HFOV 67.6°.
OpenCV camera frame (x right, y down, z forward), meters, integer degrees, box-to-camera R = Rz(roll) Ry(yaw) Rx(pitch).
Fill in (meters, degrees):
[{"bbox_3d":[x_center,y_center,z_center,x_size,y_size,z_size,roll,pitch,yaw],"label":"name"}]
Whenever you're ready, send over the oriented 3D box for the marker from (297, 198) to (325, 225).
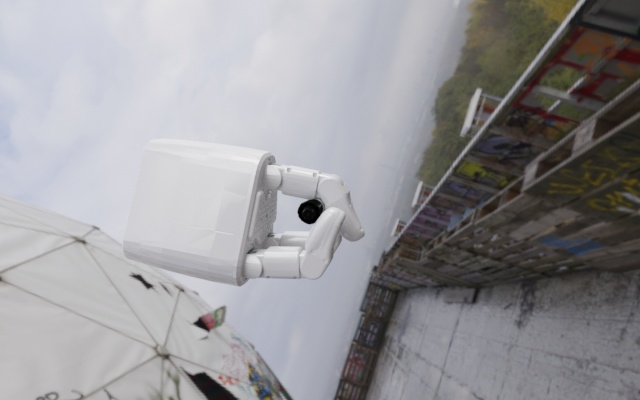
[{"bbox_3d":[0.000,0.001,0.428,0.020,0.020,0.121,0,9,10],"label":"marker"}]
